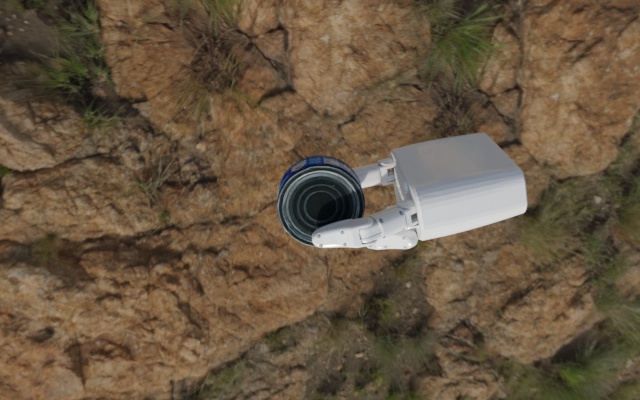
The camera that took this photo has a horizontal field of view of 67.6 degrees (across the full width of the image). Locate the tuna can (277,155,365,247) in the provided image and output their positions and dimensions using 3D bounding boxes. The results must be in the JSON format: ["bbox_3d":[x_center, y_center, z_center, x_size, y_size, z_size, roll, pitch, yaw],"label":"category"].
[{"bbox_3d":[0.000,0.002,0.465,0.086,0.086,0.033,0,20,-2],"label":"tuna can"}]
